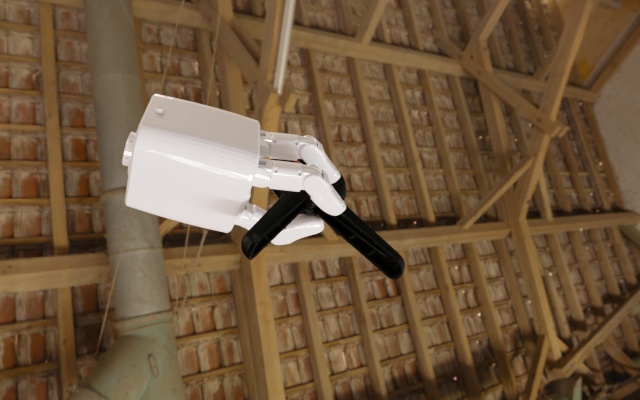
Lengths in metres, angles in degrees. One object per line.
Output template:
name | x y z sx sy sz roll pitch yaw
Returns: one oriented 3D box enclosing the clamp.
clamp | -0.001 0.002 0.513 0.164 0.036 0.209 16 34 -17
